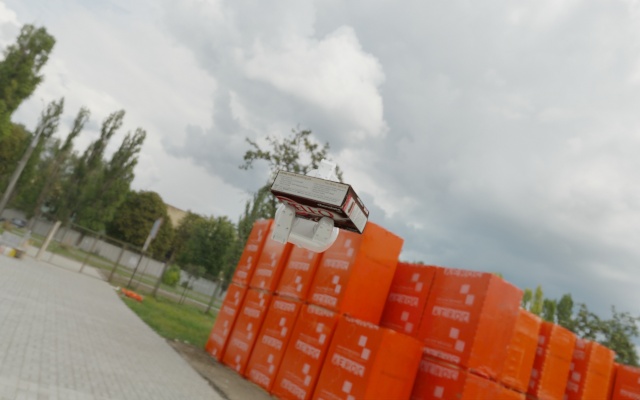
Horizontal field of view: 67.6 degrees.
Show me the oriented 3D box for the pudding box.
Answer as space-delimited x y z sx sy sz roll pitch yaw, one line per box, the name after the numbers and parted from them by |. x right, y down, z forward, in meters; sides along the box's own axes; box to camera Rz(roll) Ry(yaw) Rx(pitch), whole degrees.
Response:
0.000 0.002 0.645 0.113 0.039 0.090 11 -19 28 | pudding box
